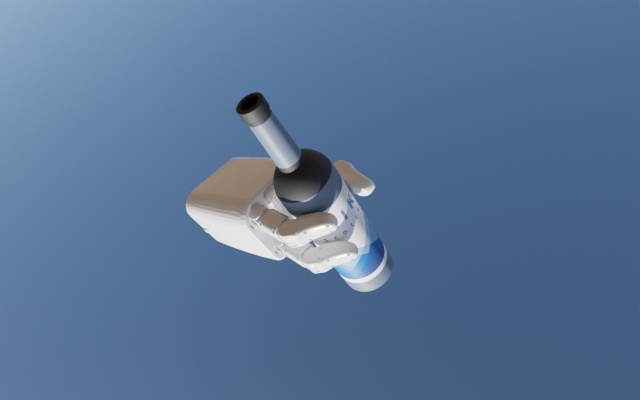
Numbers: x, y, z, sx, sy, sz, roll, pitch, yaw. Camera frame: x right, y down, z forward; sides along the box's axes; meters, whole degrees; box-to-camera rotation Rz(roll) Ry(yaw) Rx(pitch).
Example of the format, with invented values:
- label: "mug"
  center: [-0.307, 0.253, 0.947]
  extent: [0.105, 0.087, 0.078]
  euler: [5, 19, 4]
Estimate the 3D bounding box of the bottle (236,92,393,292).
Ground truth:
- label: "bottle"
  center: [0.000, 0.002, 0.515]
  extent: [0.069, 0.069, 0.296]
  euler: [0, -36, 31]
